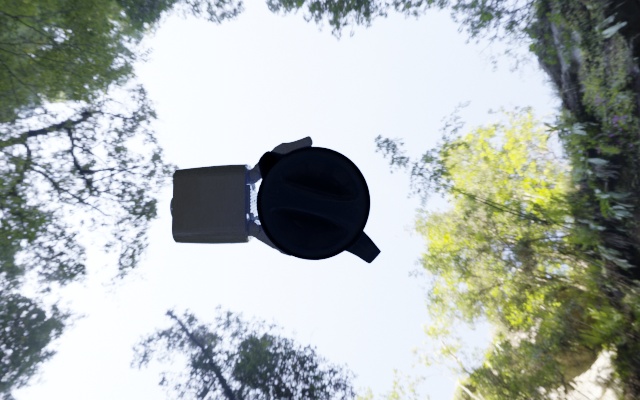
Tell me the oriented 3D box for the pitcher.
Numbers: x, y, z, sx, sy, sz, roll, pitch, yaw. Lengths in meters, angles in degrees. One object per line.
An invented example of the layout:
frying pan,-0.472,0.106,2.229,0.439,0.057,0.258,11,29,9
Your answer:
pitcher,0.000,0.002,0.665,0.145,0.149,0.243,-4,5,1
